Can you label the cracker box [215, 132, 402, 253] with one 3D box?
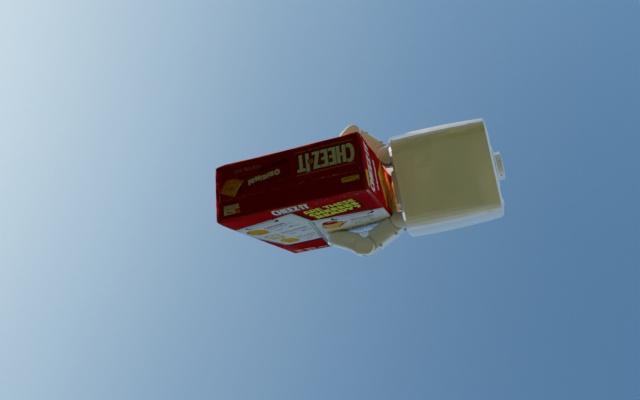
[{"bbox_3d":[0.000,0.002,0.570,0.164,0.072,0.214,-13,-18,16],"label":"cracker box"}]
